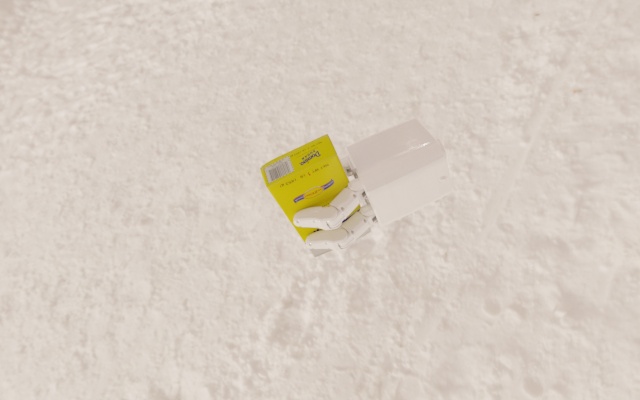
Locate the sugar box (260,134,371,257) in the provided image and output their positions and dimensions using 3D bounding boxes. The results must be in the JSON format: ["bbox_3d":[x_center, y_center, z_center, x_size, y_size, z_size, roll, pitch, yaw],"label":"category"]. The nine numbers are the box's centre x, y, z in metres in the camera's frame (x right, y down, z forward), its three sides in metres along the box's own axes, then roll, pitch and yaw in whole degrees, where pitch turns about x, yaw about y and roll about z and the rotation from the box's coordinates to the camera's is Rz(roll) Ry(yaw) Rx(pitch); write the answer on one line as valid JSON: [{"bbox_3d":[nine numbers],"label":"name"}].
[{"bbox_3d":[0.000,0.002,0.625,0.093,0.048,0.176,-25,-42,5],"label":"sugar box"}]
